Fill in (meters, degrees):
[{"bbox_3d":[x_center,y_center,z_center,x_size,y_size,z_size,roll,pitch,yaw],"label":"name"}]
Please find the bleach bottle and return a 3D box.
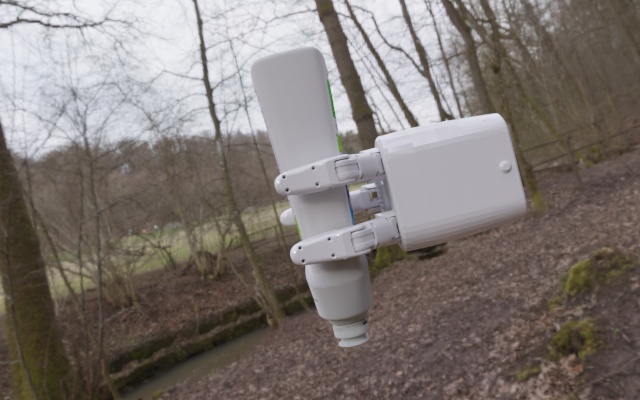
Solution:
[{"bbox_3d":[0.000,0.001,0.426,0.068,0.251,0.102,-14,0,1],"label":"bleach bottle"}]
